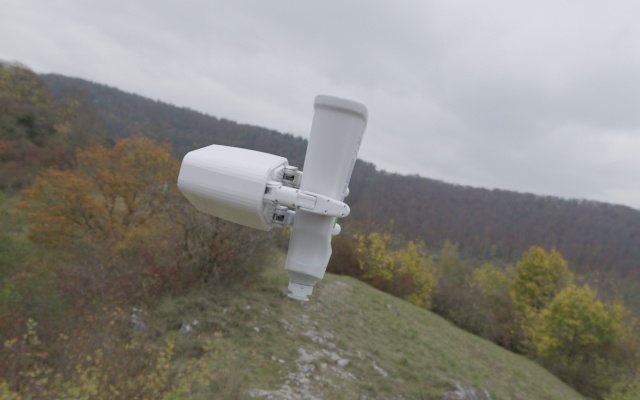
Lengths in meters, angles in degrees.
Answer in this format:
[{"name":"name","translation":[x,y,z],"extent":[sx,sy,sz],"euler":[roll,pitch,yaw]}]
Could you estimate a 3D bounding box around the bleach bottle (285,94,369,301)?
[{"name":"bleach bottle","translation":[0.000,0.002,0.603],"extent":[0.068,0.251,0.102],"euler":[14,-1,8]}]
